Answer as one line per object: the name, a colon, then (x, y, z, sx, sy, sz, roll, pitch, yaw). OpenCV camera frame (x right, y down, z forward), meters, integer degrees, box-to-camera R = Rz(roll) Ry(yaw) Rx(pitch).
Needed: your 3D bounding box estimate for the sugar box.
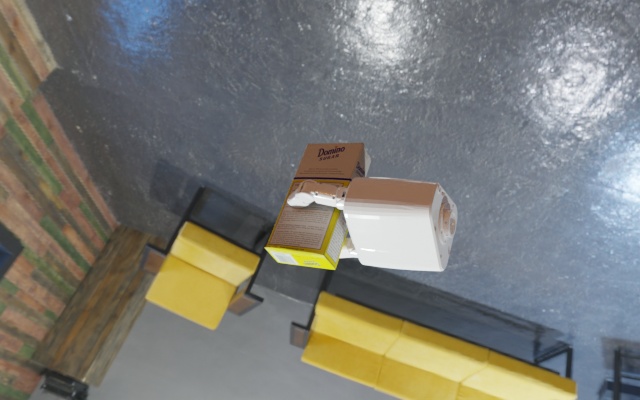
sugar box: (0.000, 0.003, 0.646, 0.093, 0.176, 0.048, 4, -34, 31)
